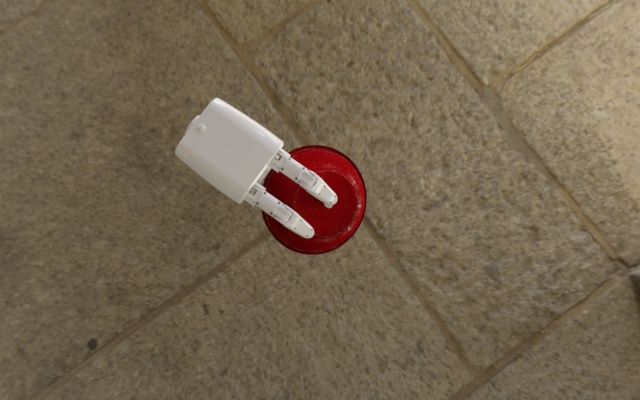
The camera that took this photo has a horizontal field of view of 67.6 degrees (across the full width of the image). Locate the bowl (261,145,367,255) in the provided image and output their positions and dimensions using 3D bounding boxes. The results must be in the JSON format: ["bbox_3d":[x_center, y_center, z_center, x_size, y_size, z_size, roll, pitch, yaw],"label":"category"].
[{"bbox_3d":[0.001,0.003,0.673,0.162,0.162,0.055,0,5,-18],"label":"bowl"}]
